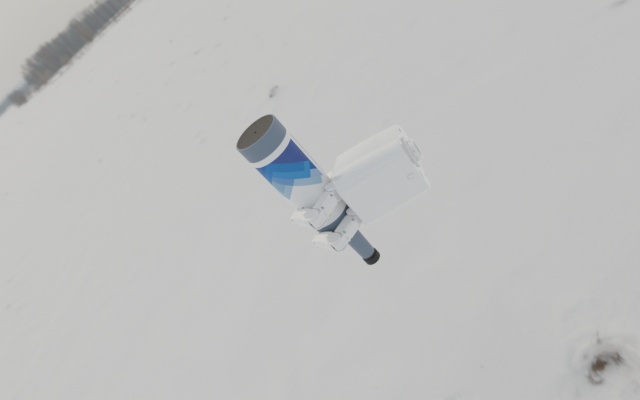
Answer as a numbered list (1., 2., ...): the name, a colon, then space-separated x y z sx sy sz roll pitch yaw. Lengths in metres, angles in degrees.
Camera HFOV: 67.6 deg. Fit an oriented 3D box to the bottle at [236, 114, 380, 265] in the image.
1. bottle: 0.000 0.002 0.700 0.069 0.069 0.296 0 -39 48
